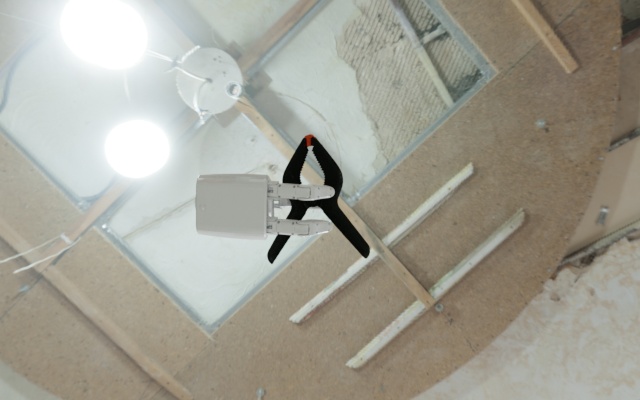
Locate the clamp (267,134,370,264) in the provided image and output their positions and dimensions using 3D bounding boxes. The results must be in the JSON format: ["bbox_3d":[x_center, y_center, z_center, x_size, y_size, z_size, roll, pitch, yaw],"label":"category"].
[{"bbox_3d":[0.000,0.002,0.752,0.164,0.210,0.036,3,9,1],"label":"clamp"}]
